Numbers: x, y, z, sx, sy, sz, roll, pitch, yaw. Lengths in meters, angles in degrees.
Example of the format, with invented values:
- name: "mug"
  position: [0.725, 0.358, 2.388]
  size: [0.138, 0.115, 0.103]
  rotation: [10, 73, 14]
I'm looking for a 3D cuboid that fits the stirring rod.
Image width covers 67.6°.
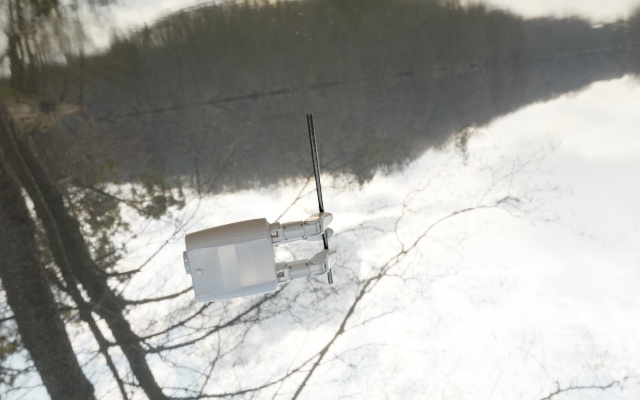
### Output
- name: "stirring rod"
  position: [0.000, 0.002, 0.659]
  size: [0.011, 0.239, 0.011]
  rotation: [-7, 13, 2]
